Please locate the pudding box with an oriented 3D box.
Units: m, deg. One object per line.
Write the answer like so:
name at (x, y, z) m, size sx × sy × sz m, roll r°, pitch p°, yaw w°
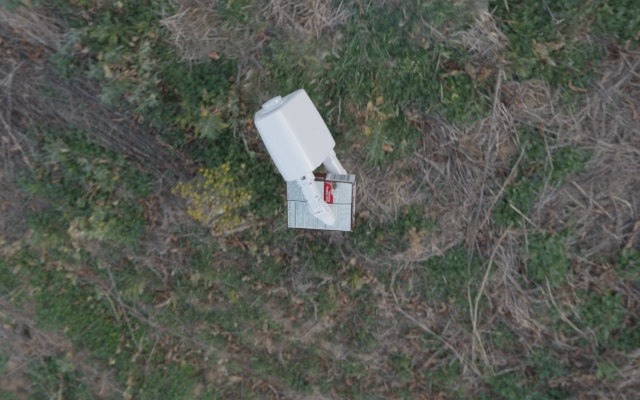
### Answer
pudding box at (0.000, 0.003, 0.785) m, size 0.113 × 0.090 × 0.039 m, roll 4°, pitch 23°, yaw 8°
